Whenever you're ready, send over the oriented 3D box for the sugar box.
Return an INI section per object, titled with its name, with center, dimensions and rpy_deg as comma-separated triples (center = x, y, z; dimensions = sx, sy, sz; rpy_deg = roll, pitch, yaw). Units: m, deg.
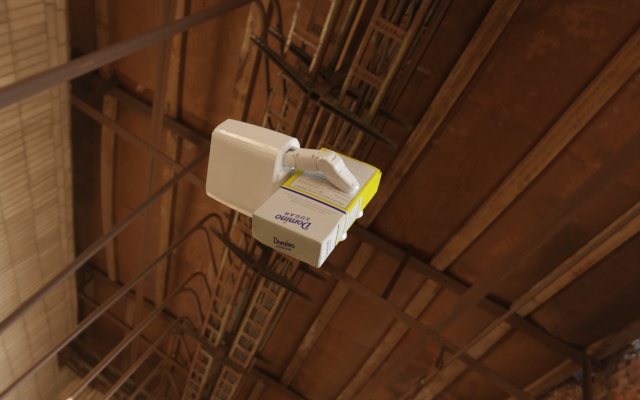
[sugar box]
center = 0.000, 0.002, 0.599
dimensions = 0.093, 0.048, 0.176
rpy_deg = 23, 42, 18
